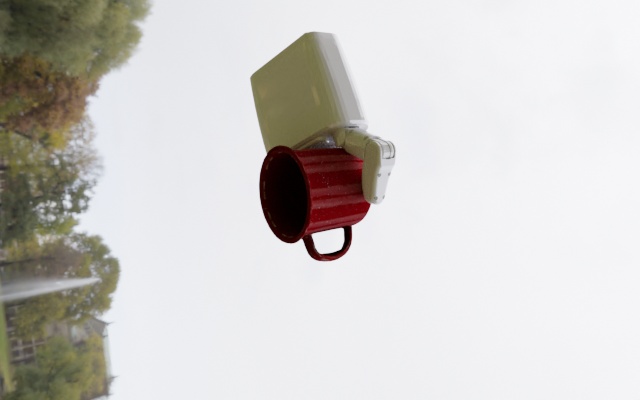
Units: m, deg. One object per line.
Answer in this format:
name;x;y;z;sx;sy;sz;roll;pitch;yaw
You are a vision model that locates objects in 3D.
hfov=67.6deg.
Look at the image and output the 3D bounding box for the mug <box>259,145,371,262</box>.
mug;0.001;0.003;0.468;0.081;0.117;0.093;-8;-13;-35
